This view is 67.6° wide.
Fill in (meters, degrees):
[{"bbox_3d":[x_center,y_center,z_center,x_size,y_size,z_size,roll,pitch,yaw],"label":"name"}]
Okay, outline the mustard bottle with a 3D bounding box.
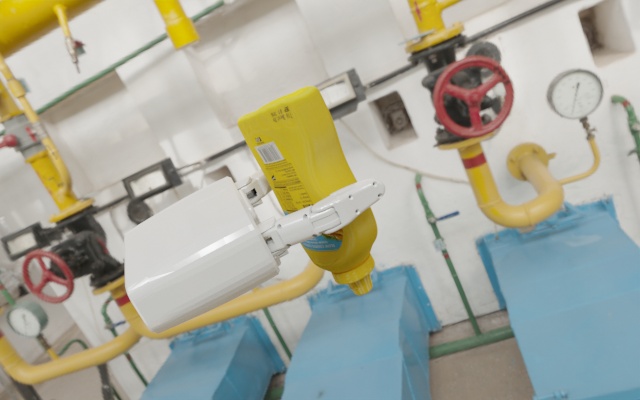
[{"bbox_3d":[0.000,0.001,0.422,0.058,0.192,0.096,-35,17,-32],"label":"mustard bottle"}]
